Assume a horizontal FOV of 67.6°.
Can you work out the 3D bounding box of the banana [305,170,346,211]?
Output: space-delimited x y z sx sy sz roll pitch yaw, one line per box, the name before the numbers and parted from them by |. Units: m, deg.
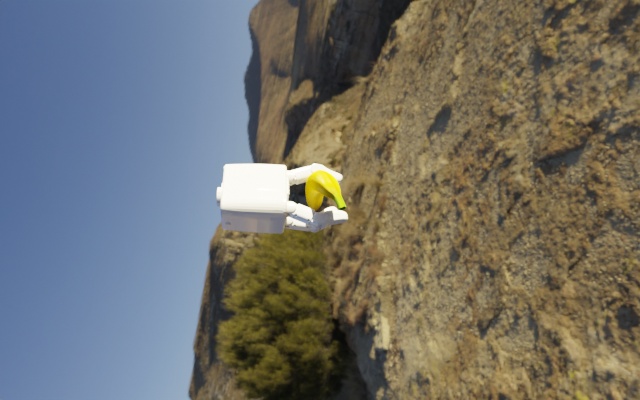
banana | -0.002 -0.016 0.808 0.037 0.069 0.198 -8 1 -11
